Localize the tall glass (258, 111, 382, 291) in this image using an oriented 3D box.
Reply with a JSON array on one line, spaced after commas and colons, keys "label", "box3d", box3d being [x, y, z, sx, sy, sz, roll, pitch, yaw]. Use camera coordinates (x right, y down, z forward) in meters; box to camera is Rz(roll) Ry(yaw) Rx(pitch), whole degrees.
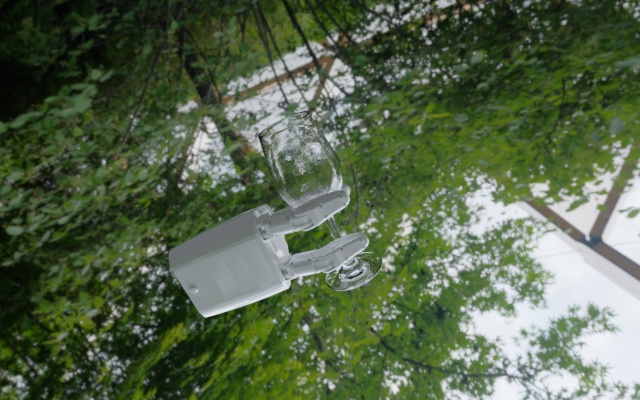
[{"label": "tall glass", "box3d": [0.000, 0.002, 0.548, 0.079, 0.201, 0.079, -22, 20, 9]}]
